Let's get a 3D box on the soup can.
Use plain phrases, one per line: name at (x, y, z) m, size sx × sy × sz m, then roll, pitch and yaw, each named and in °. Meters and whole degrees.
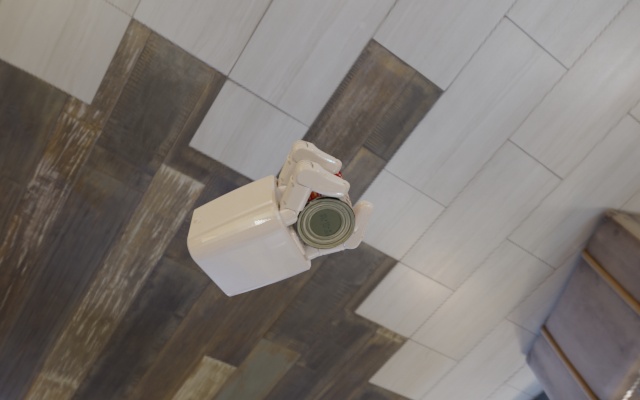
soup can at (0.001, 0.002, 0.560) m, size 0.068 × 0.068 × 0.102 m, roll 0°, pitch 29°, yaw -7°
